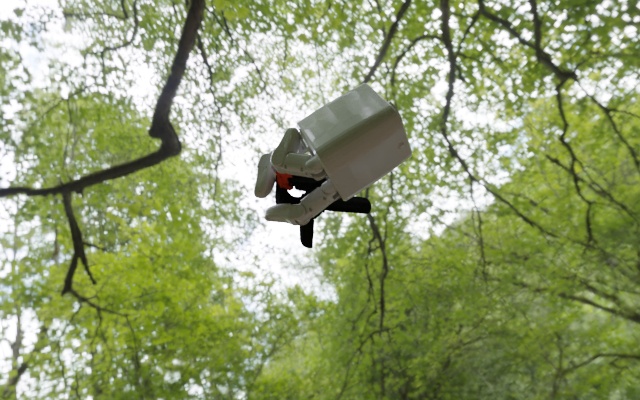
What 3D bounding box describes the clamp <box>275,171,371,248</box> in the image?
[{"bbox_3d":[0.000,0.002,0.658,0.120,0.039,0.171,-32,-34,2],"label":"clamp"}]
